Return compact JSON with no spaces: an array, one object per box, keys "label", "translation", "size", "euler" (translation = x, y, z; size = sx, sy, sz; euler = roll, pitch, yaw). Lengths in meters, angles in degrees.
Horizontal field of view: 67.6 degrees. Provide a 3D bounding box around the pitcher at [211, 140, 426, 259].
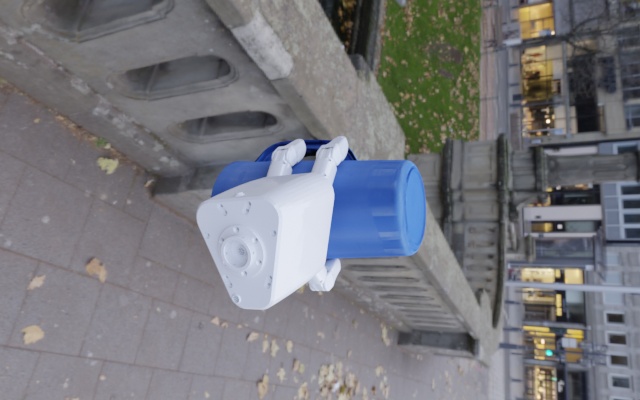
[{"label":"pitcher","translation":[0.000,0.002,0.588],"size":[0.243,0.149,0.145],"euler":[-2,12,26]}]
